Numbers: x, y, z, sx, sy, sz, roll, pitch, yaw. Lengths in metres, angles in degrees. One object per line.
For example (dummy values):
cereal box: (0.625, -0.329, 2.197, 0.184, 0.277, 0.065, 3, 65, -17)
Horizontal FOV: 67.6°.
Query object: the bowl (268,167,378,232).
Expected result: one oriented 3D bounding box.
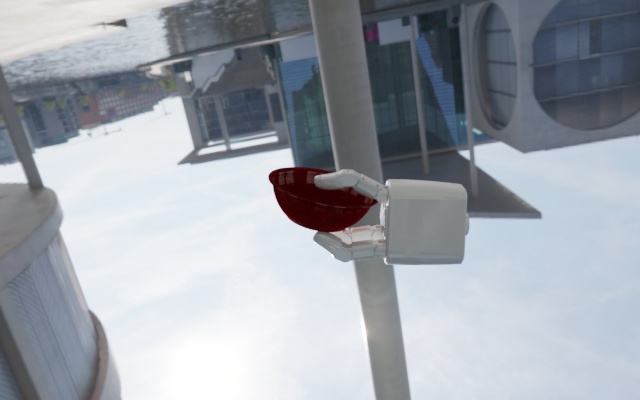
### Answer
bowl: (-0.001, 0.002, 0.688, 0.162, 0.055, 0.162, 11, 19, -4)
